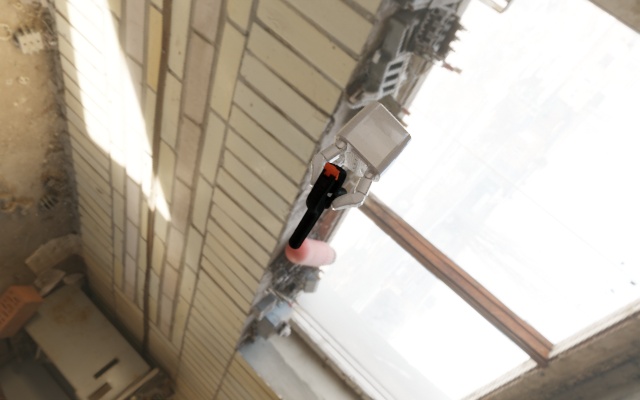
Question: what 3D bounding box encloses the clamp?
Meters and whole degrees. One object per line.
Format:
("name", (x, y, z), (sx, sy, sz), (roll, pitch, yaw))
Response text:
("clamp", (0.001, 0.003, 0.852), (0.036, 0.164, 0.210), (37, -18, 11))
